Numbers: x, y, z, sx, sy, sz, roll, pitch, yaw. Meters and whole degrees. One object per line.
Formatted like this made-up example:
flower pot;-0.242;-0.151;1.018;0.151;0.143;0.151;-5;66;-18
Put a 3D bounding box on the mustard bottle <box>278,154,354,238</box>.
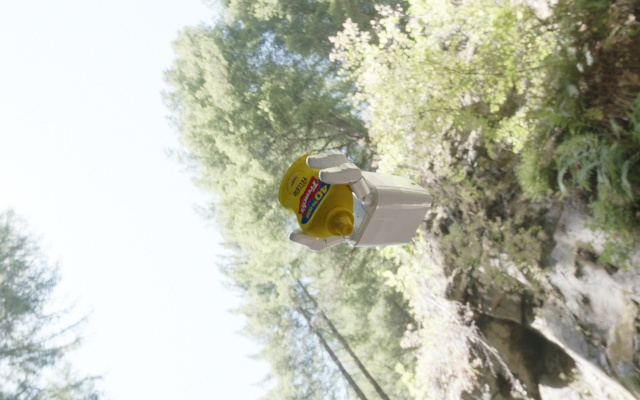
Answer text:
mustard bottle;0.000;0.002;0.714;0.058;0.096;0.191;29;9;-33
